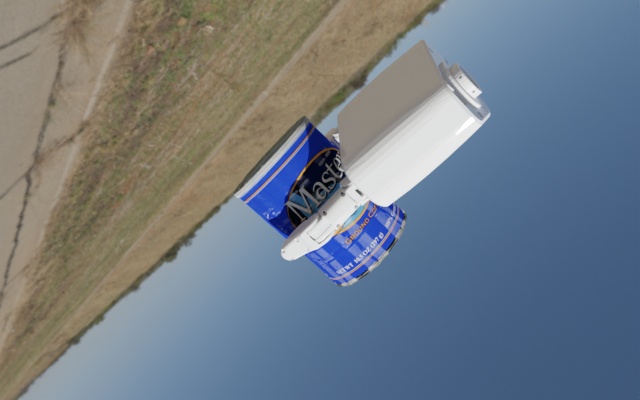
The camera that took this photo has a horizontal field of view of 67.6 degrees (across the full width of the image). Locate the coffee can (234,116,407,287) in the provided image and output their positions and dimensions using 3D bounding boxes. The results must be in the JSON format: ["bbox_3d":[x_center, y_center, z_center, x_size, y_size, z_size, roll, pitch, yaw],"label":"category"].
[{"bbox_3d":[0.000,0.002,0.475,0.140,0.103,0.103,43,-10,-11],"label":"coffee can"}]
